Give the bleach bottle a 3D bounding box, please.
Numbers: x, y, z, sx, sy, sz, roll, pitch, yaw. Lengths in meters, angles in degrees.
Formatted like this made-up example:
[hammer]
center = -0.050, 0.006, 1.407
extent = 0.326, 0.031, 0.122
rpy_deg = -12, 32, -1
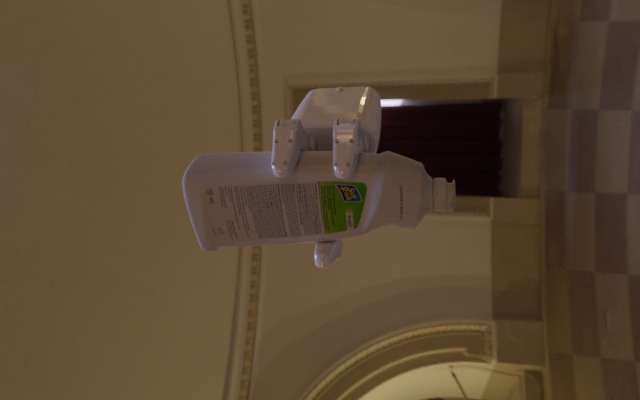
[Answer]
[bleach bottle]
center = 0.000, 0.001, 0.464
extent = 0.251, 0.103, 0.068
rpy_deg = 0, 35, 12
